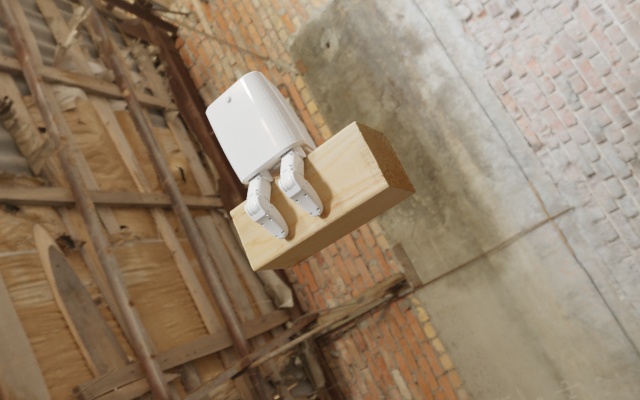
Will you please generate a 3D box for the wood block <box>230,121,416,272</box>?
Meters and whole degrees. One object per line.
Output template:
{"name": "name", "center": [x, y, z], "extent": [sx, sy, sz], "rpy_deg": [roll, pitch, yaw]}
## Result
{"name": "wood block", "center": [0.000, 0.002, 0.600], "extent": [0.206, 0.090, 0.091], "rpy_deg": [-34, -19, 25]}
